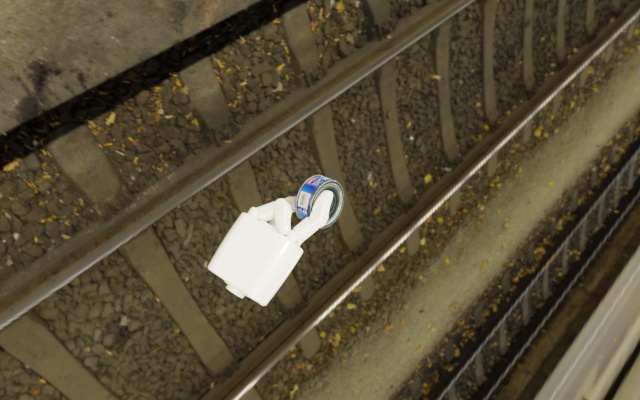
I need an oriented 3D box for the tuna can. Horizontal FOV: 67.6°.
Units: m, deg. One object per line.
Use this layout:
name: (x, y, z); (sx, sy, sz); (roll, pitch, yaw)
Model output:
tuna can: (0.001, 0.003, 0.795); (0.033, 0.086, 0.086); (20, 13, 40)
